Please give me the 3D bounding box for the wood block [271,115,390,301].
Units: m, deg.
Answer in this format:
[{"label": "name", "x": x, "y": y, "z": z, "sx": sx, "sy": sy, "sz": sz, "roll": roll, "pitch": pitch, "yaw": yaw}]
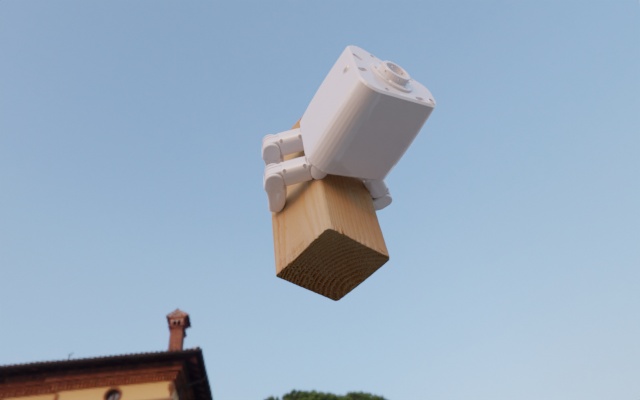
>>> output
[{"label": "wood block", "x": 0.001, "y": 0.002, "z": 0.572, "sx": 0.091, "sy": 0.206, "sz": 0.090, "roll": 28, "pitch": -58, "yaw": -30}]
